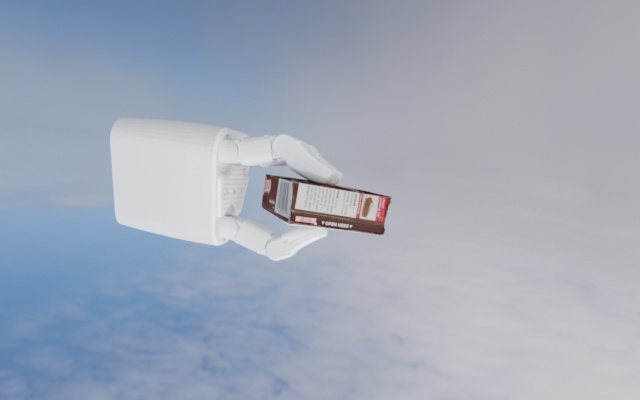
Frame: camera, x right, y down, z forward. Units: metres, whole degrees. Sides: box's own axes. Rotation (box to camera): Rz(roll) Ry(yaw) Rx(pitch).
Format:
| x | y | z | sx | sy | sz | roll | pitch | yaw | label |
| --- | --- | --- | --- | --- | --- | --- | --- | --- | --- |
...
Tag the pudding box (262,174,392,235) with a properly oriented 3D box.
| x | y | z | sx | sy | sz | roll | pitch | yaw | label |
| --- | --- | --- | --- | --- | --- | --- | --- | --- | --- |
| 0.000 | 0.002 | 0.444 | 0.090 | 0.039 | 0.113 | 8 | 5 | -19 | pudding box |
